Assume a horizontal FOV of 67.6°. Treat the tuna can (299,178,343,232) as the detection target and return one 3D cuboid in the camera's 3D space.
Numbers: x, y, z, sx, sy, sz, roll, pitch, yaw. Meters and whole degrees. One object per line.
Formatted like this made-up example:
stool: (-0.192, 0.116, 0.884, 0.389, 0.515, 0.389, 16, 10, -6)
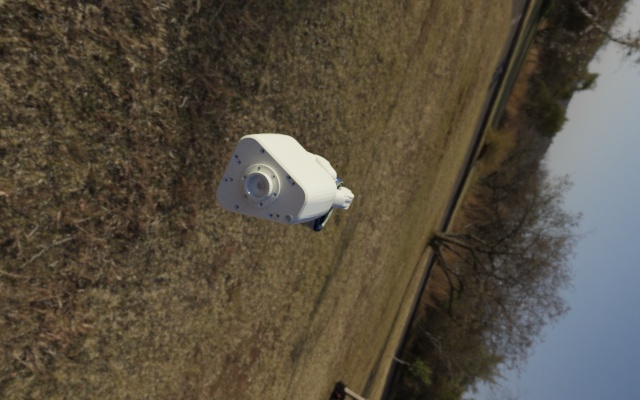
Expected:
tuna can: (0.001, 0.003, 0.702, 0.034, 0.086, 0.086, 26, 5, 11)
